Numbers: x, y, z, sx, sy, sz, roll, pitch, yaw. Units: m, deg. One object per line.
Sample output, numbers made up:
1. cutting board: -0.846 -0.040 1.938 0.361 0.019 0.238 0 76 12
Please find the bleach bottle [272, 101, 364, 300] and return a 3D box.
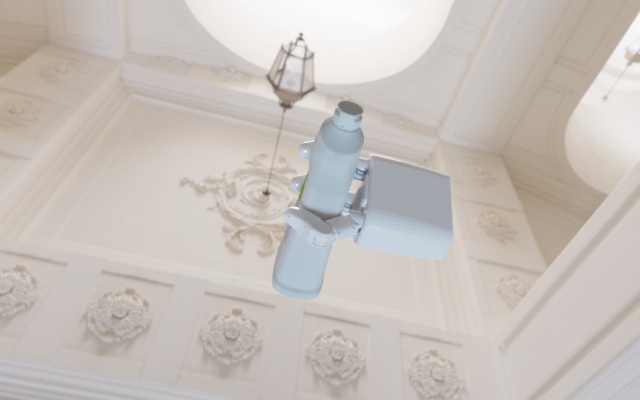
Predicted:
1. bleach bottle: 0.000 0.002 0.568 0.068 0.251 0.102 13 39 -6
